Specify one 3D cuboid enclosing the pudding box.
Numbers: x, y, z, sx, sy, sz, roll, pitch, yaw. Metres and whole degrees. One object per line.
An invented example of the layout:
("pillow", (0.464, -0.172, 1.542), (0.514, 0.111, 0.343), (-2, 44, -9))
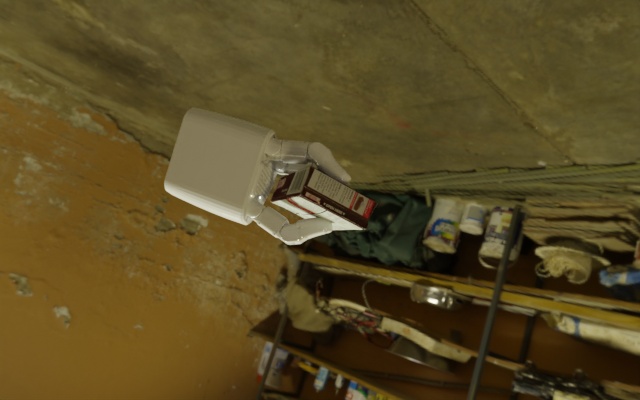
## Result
("pudding box", (0.000, 0.002, 0.564), (0.090, 0.039, 0.113), (27, -12, -18))
